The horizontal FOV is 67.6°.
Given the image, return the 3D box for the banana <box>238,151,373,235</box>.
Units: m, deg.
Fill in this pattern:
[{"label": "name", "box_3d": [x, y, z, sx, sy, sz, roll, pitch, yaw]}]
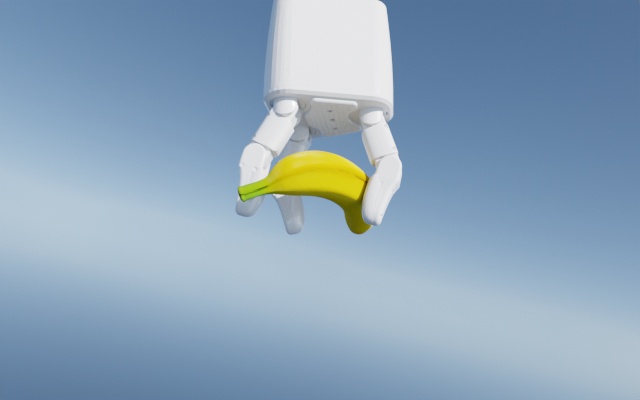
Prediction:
[{"label": "banana", "box_3d": [0.014, -0.006, 0.427, 0.069, 0.037, 0.198, -23, -24, 26]}]
